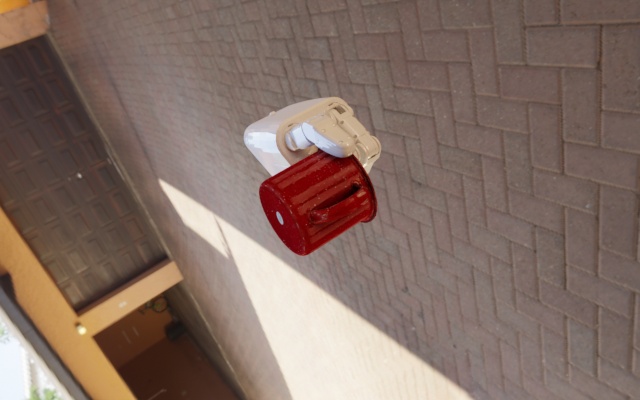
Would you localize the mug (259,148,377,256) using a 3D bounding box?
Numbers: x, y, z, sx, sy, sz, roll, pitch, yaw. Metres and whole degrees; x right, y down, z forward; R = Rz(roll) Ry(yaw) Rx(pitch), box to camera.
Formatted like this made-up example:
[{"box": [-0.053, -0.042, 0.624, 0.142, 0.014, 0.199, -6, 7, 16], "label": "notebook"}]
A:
[{"box": [0.001, 0.002, 0.451, 0.081, 0.093, 0.117, -31, 19, -22], "label": "mug"}]
